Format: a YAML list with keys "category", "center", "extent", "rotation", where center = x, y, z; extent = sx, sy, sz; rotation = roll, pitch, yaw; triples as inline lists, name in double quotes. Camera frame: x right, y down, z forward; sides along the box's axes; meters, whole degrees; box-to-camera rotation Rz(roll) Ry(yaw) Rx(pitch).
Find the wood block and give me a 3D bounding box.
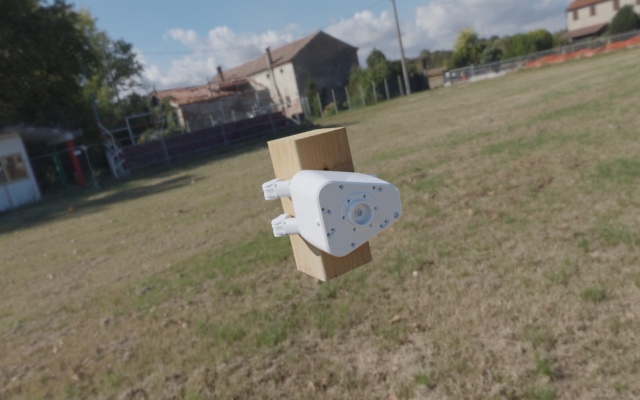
- category: "wood block"
  center: [0.001, 0.002, 0.716]
  extent: [0.091, 0.206, 0.090]
  rotation: [-19, 14, -28]
